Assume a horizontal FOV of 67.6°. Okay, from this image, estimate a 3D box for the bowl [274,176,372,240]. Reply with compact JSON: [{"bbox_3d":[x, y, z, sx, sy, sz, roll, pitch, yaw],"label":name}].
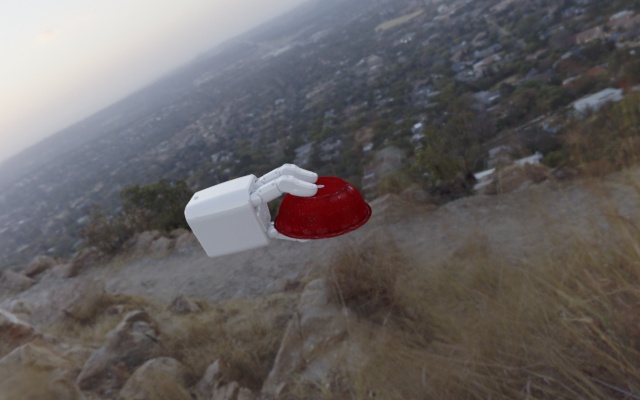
[{"bbox_3d":[0.001,0.002,0.768,0.162,0.055,0.162,-7,22,3],"label":"bowl"}]
